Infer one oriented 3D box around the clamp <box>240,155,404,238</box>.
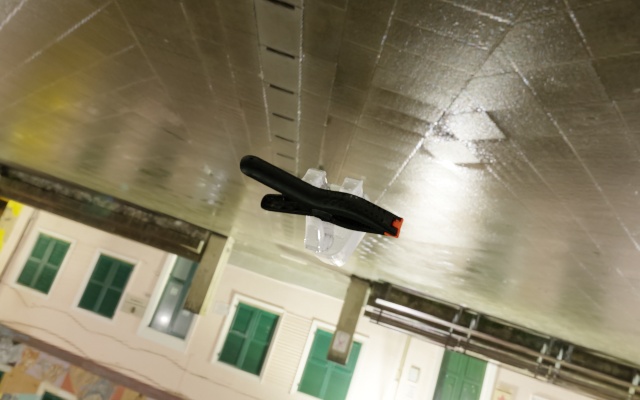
[{"bbox_3d":[0.000,0.003,0.606,0.210,0.036,0.165,15,-15,14],"label":"clamp"}]
